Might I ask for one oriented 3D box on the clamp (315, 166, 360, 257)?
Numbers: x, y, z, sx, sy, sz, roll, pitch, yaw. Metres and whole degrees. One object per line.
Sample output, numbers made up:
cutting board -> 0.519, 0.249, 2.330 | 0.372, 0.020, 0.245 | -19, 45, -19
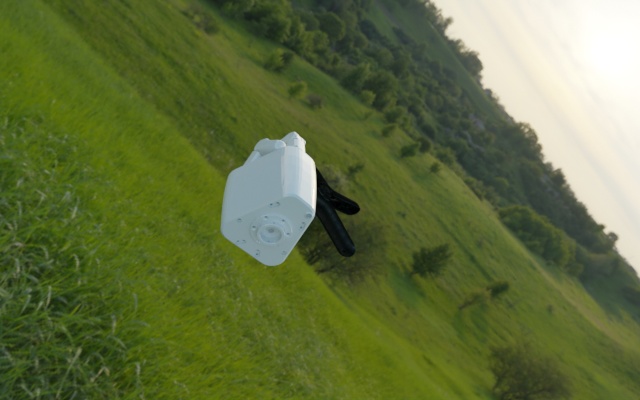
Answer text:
clamp -> 0.000, 0.002, 0.684 | 0.039, 0.120, 0.171 | -39, -61, 23
